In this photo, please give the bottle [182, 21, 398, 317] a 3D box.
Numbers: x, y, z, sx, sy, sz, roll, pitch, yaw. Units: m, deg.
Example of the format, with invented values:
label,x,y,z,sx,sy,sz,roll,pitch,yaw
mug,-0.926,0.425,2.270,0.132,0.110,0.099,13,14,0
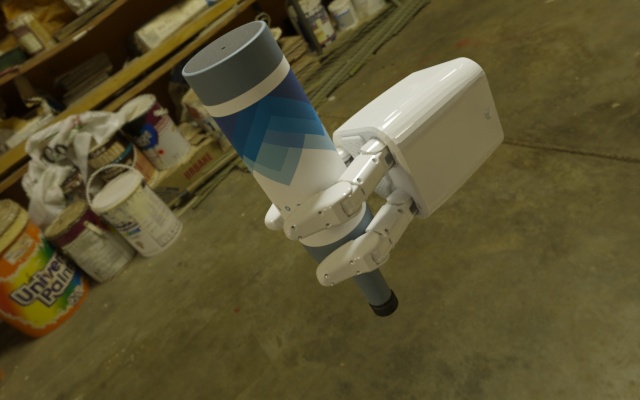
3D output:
label,x,y,z,sx,sy,sz,roll,pitch,yaw
bottle,0.000,0.001,0.402,0.069,0.296,0.069,-22,34,16
